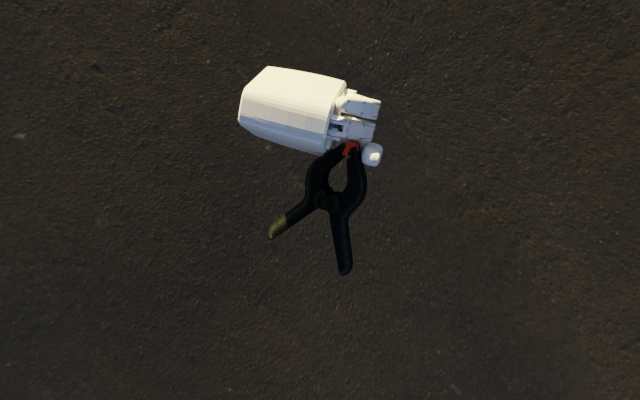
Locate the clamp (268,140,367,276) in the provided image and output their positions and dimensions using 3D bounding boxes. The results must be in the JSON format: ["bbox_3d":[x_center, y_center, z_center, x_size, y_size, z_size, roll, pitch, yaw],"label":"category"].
[{"bbox_3d":[0.000,0.002,0.605,0.120,0.171,0.039,15,13,8],"label":"clamp"}]
